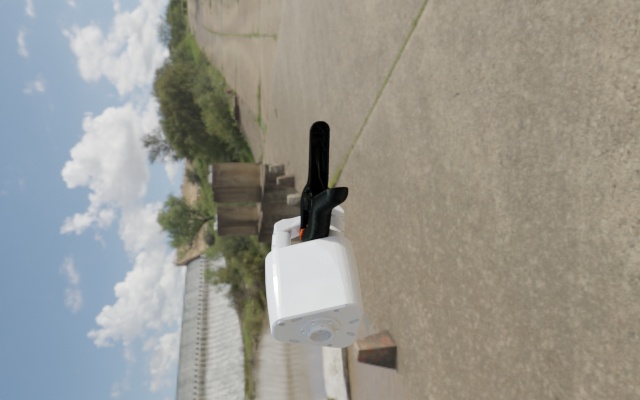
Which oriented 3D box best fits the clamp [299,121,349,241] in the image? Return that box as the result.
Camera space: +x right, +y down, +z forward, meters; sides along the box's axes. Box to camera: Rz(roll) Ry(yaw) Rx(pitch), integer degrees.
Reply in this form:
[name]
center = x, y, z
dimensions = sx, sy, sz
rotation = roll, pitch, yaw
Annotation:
[clamp]
center = -0.001, 0.002, 0.594
dimensions = 0.039, 0.172, 0.120
rotation = -1, 42, -8
